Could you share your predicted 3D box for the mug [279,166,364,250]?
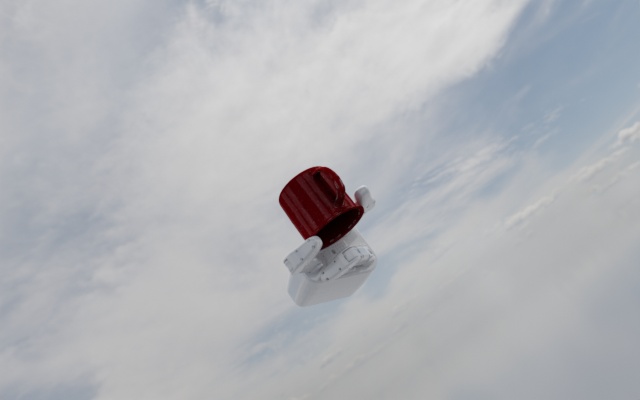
[{"bbox_3d":[0.000,0.001,0.626,0.093,0.081,0.117,-25,-24,-29],"label":"mug"}]
